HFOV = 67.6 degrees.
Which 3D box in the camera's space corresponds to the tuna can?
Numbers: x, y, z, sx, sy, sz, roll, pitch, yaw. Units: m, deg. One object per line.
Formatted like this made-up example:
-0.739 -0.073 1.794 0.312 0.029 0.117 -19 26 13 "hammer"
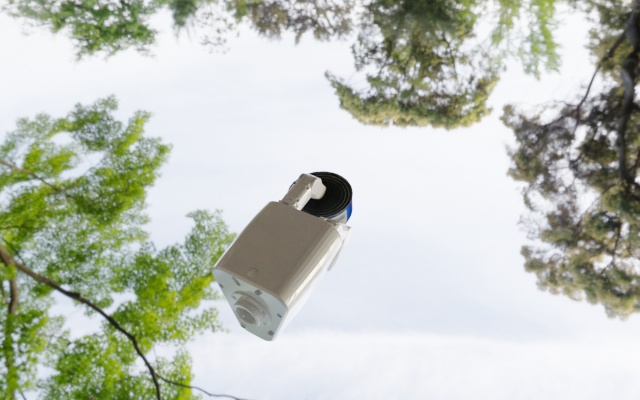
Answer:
0.000 0.002 0.627 0.086 0.086 0.034 0 -44 5 "tuna can"
